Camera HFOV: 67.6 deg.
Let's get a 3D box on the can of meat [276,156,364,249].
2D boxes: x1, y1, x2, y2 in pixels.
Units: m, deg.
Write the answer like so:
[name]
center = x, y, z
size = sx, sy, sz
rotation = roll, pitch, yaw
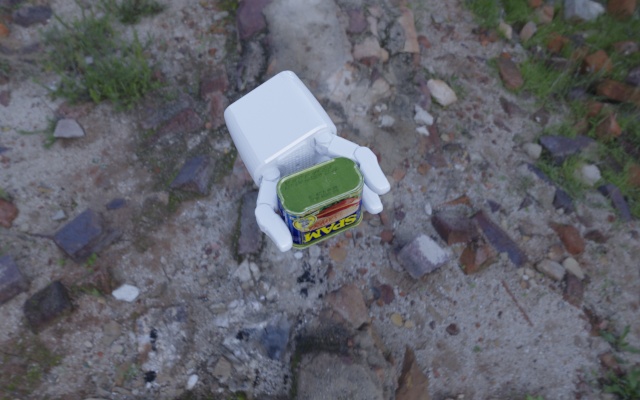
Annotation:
[can of meat]
center = 0.000, 0.002, 0.554
size = 0.102, 0.057, 0.084
rotation = -22, -28, -12
